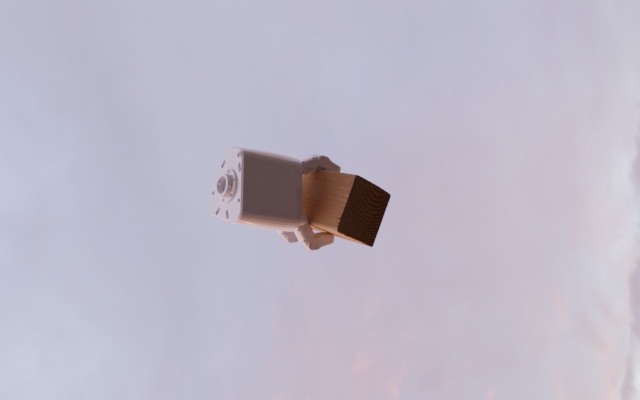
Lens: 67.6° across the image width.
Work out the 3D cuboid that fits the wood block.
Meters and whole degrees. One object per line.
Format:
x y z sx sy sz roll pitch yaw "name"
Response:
0.000 0.002 0.788 0.090 0.091 0.206 26 -9 -41 "wood block"
